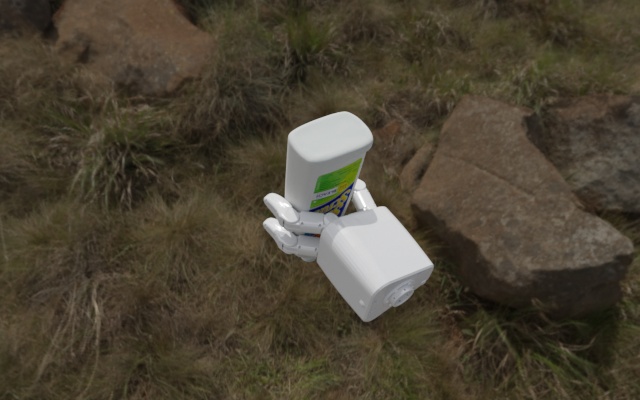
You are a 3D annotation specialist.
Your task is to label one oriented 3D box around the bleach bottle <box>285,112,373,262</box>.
[{"bbox_3d":[0.000,0.002,0.655,0.102,0.068,0.251,-23,-33,-23],"label":"bleach bottle"}]
